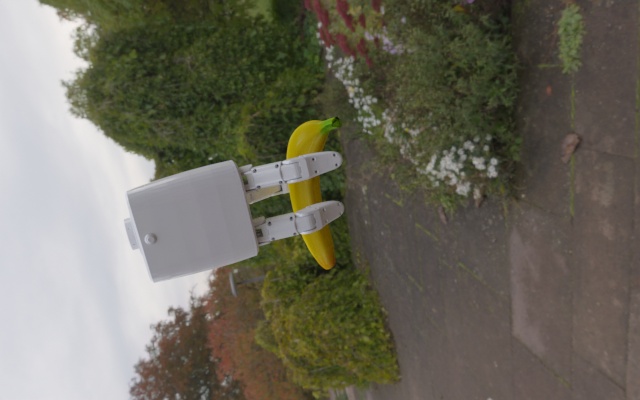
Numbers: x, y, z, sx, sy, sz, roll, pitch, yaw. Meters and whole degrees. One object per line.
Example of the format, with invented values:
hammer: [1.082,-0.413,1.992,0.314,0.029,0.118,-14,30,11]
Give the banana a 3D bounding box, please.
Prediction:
banana: [-0.010,-0.010,0.538,0.037,0.198,0.069,-21,40,-26]
